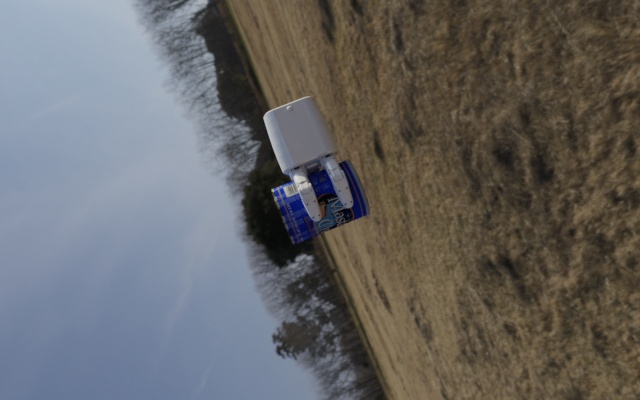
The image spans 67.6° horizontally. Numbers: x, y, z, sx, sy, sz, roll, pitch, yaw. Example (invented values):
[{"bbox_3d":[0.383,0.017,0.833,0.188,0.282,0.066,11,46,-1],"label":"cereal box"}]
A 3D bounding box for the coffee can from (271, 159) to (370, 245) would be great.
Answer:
[{"bbox_3d":[0.000,0.003,0.812,0.140,0.103,0.103,-22,1,-3],"label":"coffee can"}]
